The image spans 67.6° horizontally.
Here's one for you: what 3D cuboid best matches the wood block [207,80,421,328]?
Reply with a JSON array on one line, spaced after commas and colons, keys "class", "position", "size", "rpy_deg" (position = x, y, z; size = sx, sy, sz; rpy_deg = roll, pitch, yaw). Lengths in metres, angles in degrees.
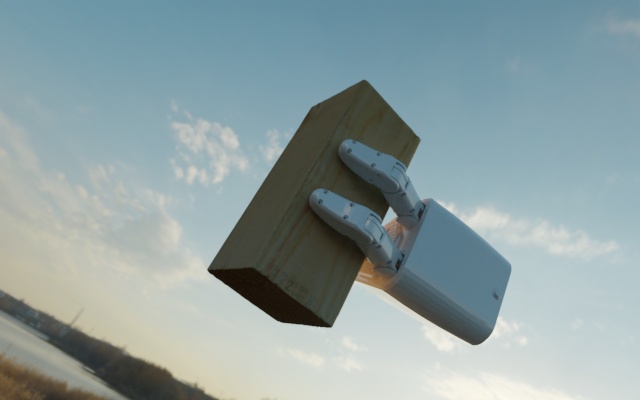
[{"class": "wood block", "position": [0.000, 0.002, 0.441], "size": [0.090, 0.206, 0.091], "rpy_deg": [42, -30, -22]}]
